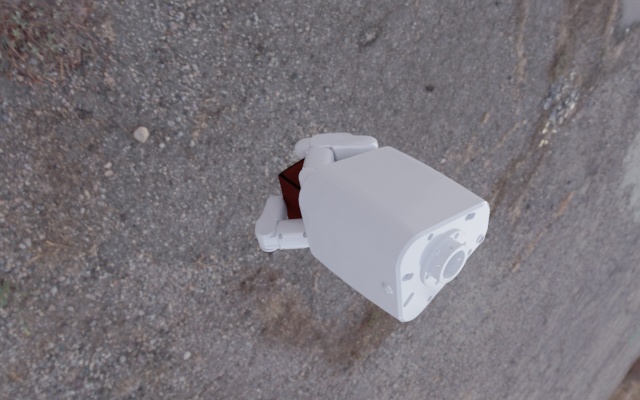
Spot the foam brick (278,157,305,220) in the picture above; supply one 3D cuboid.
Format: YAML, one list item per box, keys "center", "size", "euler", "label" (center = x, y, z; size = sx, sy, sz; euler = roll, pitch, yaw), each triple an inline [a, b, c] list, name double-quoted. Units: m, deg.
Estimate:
- center: [0.000, 0.002, 0.460]
  size: [0.053, 0.078, 0.051]
  euler: [-35, 47, -24]
  label: "foam brick"
